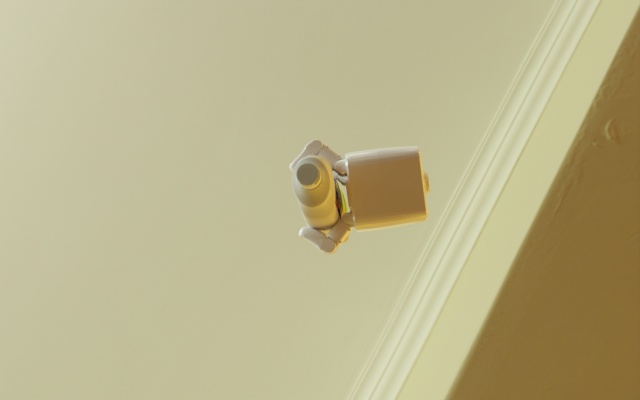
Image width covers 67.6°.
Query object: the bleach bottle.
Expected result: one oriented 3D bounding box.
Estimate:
[{"bbox_3d":[0.000,0.002,0.703,0.068,0.102,0.251,-7,-13,6],"label":"bleach bottle"}]
